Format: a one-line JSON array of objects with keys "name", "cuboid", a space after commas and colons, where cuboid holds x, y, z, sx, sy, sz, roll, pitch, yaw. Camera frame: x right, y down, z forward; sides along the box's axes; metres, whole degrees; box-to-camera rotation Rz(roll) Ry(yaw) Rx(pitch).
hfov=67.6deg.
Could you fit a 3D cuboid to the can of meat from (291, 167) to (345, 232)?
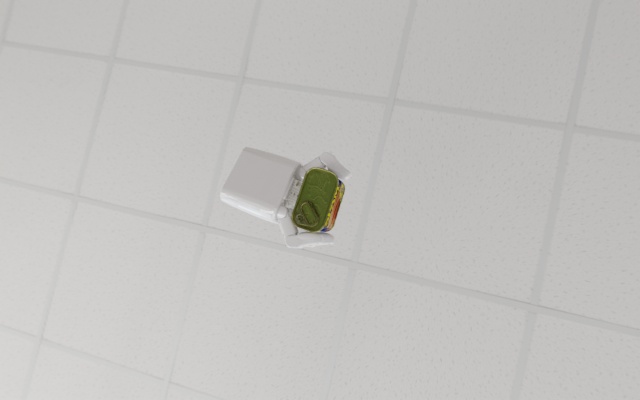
[{"name": "can of meat", "cuboid": [0.000, 0.003, 0.795, 0.057, 0.102, 0.084, 18, -2, 14]}]
